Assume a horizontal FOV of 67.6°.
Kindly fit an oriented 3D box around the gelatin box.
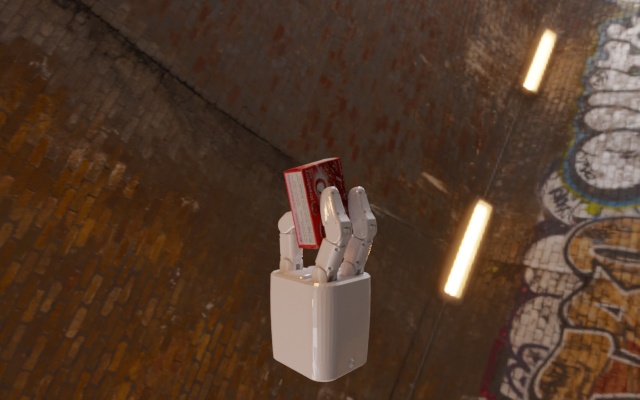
[{"bbox_3d":[0.000,0.001,0.535,0.030,0.089,0.073,-5,10,38],"label":"gelatin box"}]
